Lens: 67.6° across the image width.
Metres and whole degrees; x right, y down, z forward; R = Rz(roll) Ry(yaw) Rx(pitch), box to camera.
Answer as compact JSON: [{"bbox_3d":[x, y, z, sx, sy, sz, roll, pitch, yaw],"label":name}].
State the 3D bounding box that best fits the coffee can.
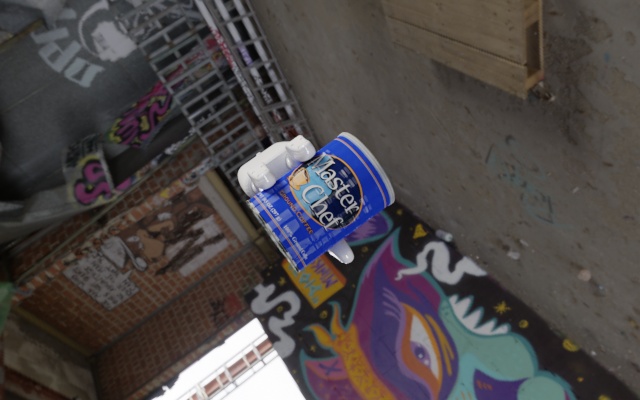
[{"bbox_3d":[0.000,0.002,0.557,0.140,0.103,0.103,-36,6,-8],"label":"coffee can"}]
